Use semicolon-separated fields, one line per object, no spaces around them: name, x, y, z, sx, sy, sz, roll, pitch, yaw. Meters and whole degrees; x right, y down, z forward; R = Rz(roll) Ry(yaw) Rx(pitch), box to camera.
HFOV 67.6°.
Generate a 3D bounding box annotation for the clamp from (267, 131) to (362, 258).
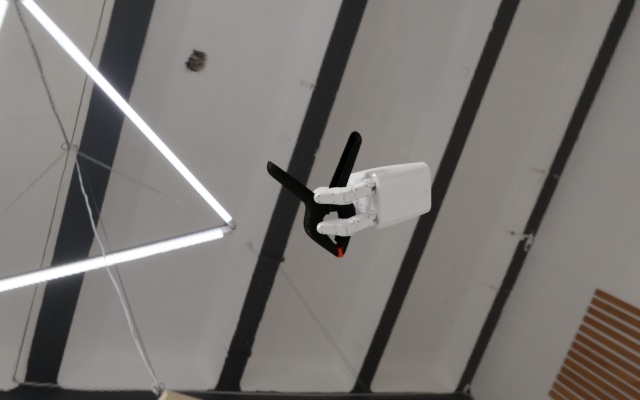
clamp;0.000;0.003;0.784;0.164;0.210;0.036;-14;23;-21
